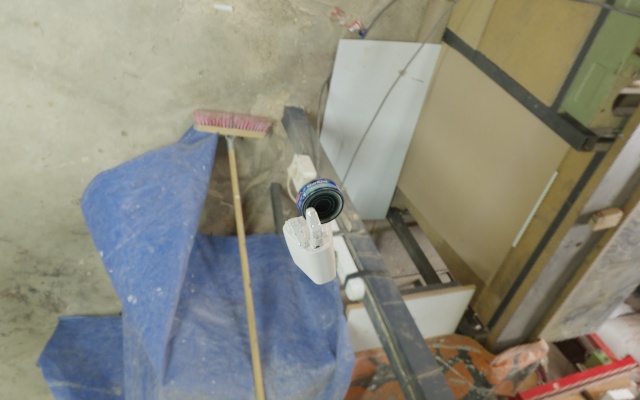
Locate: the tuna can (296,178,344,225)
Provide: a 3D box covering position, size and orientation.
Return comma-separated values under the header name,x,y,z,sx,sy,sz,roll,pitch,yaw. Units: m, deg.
name,x,y,z,sx,sy,sz,roll,pitch,yaw
tuna can,0.000,0.003,0.886,0.086,0.086,0.033,0,35,-20
